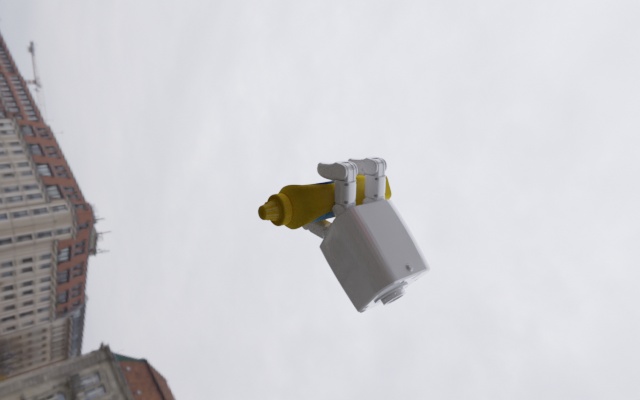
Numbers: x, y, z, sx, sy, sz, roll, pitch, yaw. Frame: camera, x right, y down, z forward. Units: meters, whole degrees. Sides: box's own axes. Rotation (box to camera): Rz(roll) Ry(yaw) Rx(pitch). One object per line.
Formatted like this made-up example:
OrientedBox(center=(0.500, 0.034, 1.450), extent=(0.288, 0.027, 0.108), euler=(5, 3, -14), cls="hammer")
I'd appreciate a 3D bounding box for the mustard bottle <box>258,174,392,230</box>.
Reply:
OrientedBox(center=(0.000, 0.002, 0.642), extent=(0.191, 0.058, 0.096), euler=(-12, -2, -40), cls="mustard bottle")
